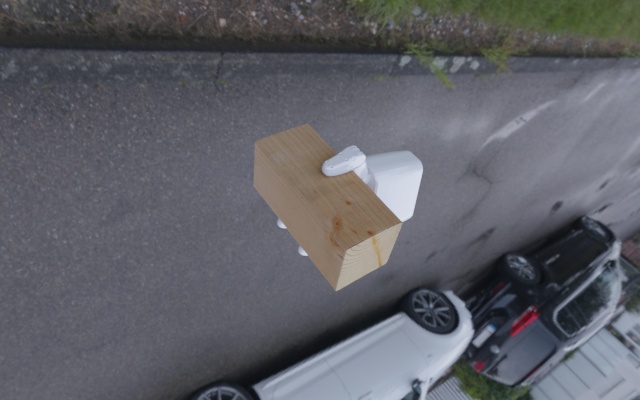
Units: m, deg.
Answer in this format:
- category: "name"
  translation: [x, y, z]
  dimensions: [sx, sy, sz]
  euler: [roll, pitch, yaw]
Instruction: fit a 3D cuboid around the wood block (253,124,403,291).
- category: "wood block"
  translation: [0.001, 0.002, 0.635]
  dimensions: [0.090, 0.091, 0.206]
  euler: [-23, 56, -28]
